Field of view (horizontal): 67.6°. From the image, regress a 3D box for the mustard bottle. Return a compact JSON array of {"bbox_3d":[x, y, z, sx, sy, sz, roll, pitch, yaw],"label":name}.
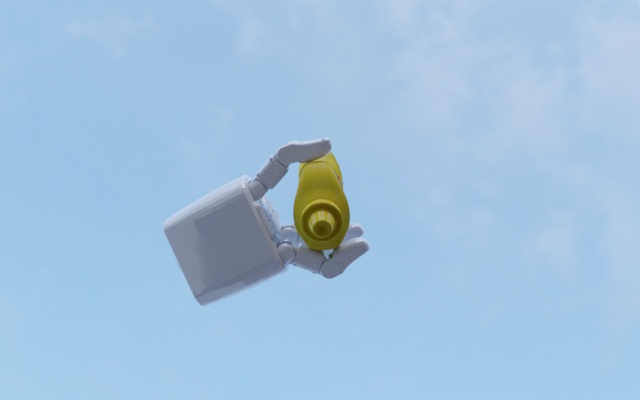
[{"bbox_3d":[0.000,0.002,0.529,0.058,0.096,0.191,-3,15,1],"label":"mustard bottle"}]
